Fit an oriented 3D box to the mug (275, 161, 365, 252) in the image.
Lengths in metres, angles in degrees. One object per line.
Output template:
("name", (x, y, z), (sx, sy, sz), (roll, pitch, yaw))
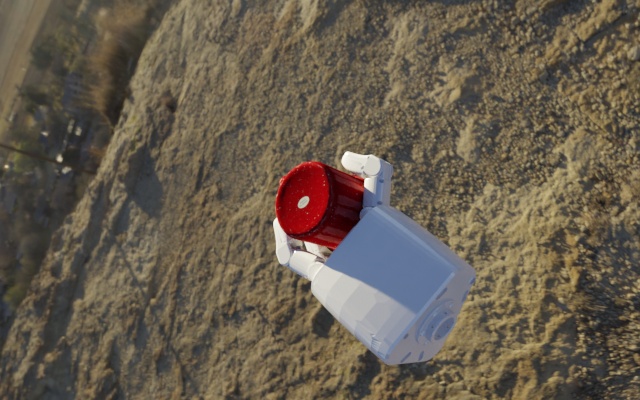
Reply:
("mug", (-0.001, 0.001, 0.513), (0.081, 0.093, 0.117), (19, 14, -48))
